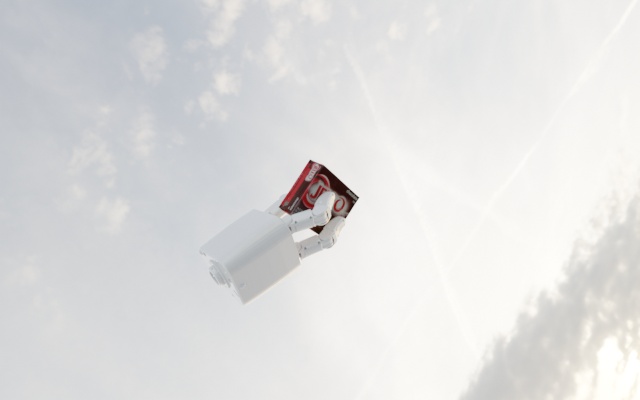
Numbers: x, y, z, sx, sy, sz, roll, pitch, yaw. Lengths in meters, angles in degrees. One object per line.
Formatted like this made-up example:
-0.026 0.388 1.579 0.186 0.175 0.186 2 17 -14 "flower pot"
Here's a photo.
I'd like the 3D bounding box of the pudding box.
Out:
0.000 0.002 0.745 0.039 0.090 0.113 29 -6 42 "pudding box"
